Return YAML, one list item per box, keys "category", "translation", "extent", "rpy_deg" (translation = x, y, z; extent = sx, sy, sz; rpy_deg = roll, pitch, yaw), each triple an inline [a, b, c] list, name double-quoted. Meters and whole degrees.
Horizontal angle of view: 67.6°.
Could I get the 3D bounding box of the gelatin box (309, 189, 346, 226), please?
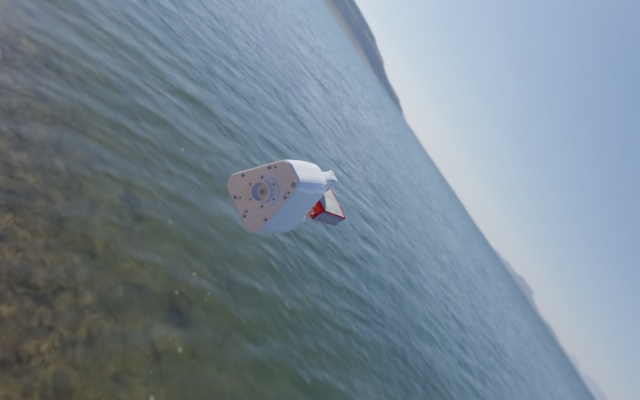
- category: "gelatin box"
  translation: [0.001, 0.003, 0.838]
  extent: [0.030, 0.073, 0.089]
  rpy_deg: [-35, -25, 19]
